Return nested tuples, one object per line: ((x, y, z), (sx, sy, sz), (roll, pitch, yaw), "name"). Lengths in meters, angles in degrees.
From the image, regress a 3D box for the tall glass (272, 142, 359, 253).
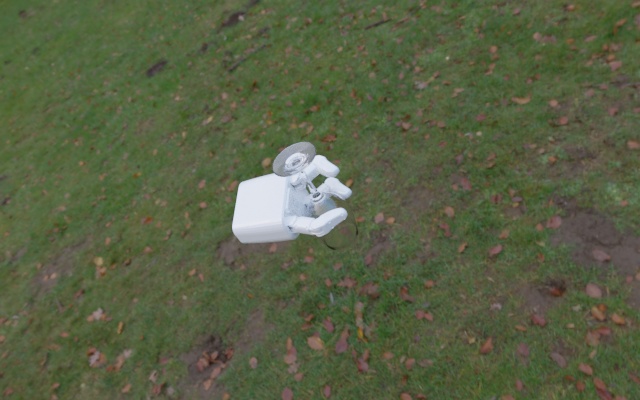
((0.000, 0.002, 0.785), (0.079, 0.079, 0.201), (0, -41, 33), "tall glass")
